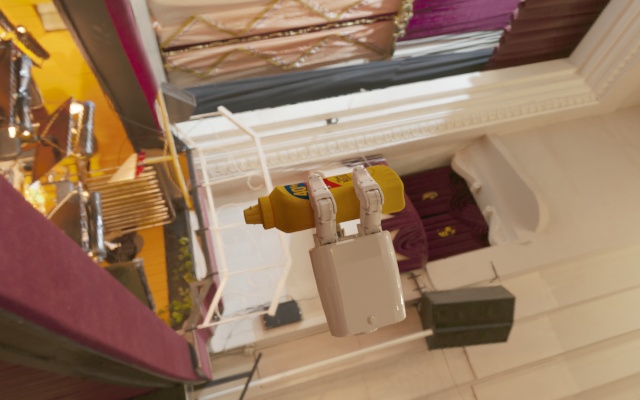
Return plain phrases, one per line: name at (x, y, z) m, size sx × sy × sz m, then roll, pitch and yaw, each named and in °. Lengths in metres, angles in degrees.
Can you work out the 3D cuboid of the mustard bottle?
mustard bottle at (0.000, 0.002, 0.595) m, size 0.191 × 0.058 × 0.096 m, roll -12°, pitch 20°, yaw -11°
